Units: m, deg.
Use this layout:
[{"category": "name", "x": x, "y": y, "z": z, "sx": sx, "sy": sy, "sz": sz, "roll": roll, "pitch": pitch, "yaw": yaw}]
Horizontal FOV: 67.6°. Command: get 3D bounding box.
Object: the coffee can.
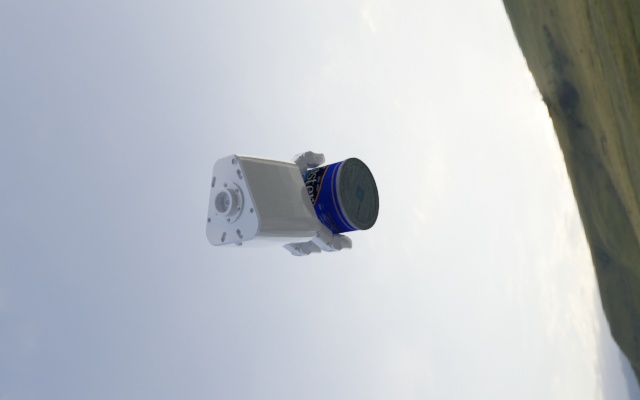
[{"category": "coffee can", "x": 0.000, "y": 0.002, "z": 0.696, "sx": 0.140, "sy": 0.103, "sz": 0.103, "roll": -12, "pitch": -7, "yaw": 35}]
